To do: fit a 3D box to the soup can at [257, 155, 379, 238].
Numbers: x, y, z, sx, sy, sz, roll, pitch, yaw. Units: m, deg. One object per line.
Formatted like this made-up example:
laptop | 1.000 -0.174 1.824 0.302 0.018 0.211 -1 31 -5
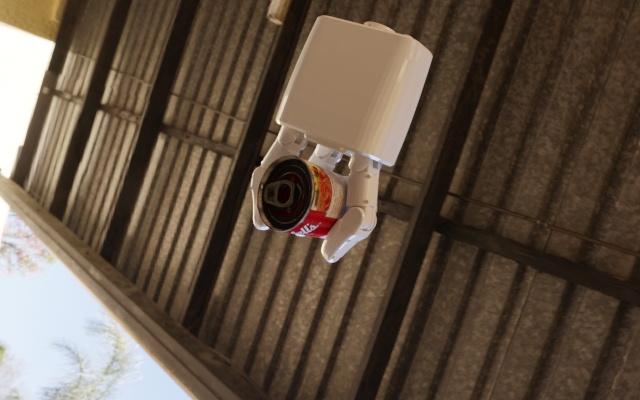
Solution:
soup can | 0.000 0.002 0.452 0.068 0.068 0.102 0 -9 40
